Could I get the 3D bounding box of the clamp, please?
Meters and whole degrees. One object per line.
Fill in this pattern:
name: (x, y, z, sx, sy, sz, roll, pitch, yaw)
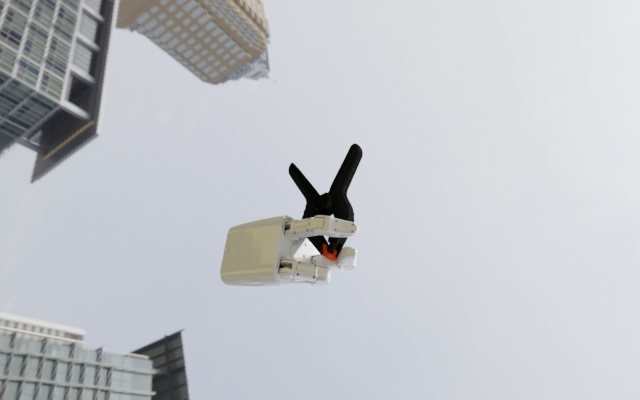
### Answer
clamp: (0.001, 0.003, 0.689, 0.120, 0.171, 0.039, -9, -28, 33)
